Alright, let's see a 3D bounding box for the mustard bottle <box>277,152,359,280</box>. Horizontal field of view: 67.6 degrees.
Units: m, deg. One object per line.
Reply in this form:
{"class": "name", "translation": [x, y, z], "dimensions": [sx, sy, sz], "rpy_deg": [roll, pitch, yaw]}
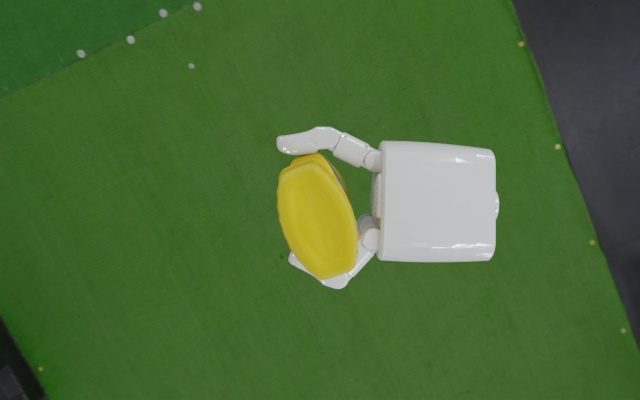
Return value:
{"class": "mustard bottle", "translation": [0.000, 0.002, 0.463], "dimensions": [0.058, 0.096, 0.191], "rpy_deg": [-22, 9, 5]}
